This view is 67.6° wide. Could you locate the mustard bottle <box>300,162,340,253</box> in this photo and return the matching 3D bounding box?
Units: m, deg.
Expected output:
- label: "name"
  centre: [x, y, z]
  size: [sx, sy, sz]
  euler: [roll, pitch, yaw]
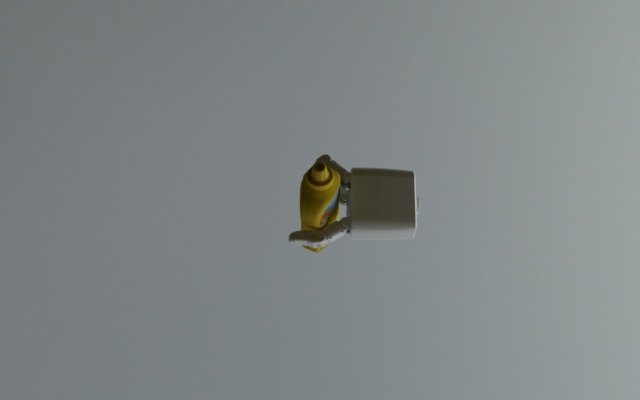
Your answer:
- label: "mustard bottle"
  centre: [0.000, 0.003, 0.772]
  size: [0.058, 0.096, 0.192]
  euler: [22, -29, 13]
